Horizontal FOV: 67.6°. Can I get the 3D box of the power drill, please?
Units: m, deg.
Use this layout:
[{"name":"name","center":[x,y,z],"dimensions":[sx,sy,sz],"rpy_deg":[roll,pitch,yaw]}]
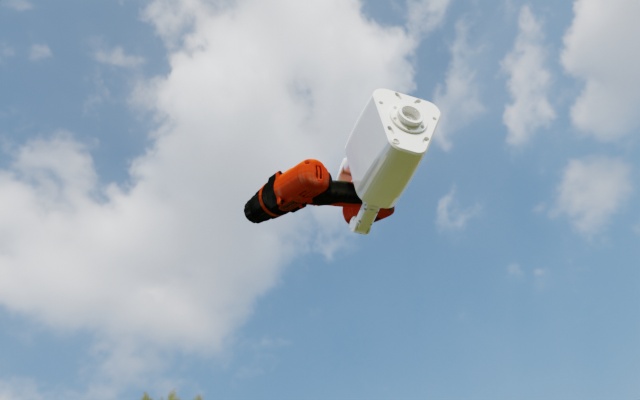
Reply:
[{"name":"power drill","center":[0.001,0.002,0.704],"dimensions":[0.187,0.057,0.184],"rpy_deg":[7,-21,-35]}]
